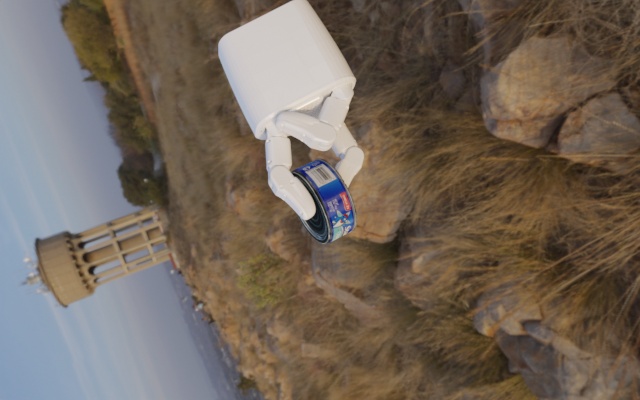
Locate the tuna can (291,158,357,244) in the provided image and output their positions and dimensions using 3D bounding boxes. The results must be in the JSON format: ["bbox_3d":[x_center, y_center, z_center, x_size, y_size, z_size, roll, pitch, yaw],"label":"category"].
[{"bbox_3d":[0.000,0.002,0.501,0.033,0.086,0.086,-26,10,-21],"label":"tuna can"}]
